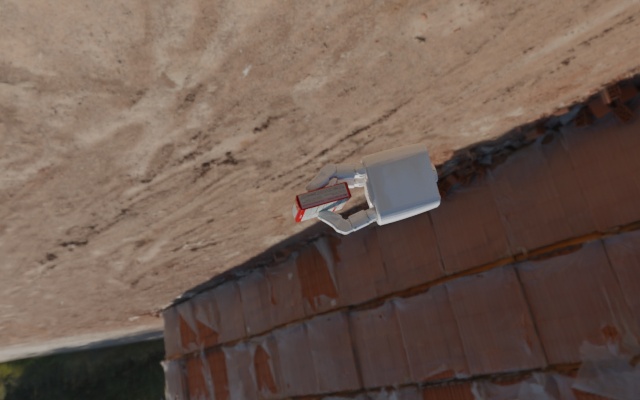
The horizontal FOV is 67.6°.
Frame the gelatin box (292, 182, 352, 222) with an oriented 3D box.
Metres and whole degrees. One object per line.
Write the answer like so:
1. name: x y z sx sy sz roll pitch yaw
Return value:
1. gelatin box: 0.000 0.003 0.792 0.089 0.030 0.073 -17 -14 -14
